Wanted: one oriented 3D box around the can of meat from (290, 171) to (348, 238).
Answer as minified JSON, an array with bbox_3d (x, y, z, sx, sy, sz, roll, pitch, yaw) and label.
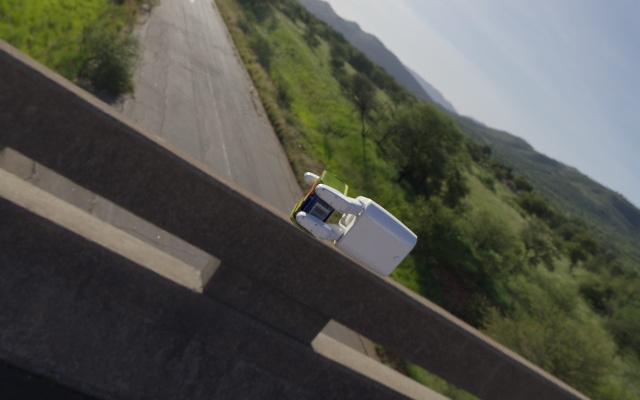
[{"bbox_3d":[0.000,0.002,0.798,0.057,0.084,0.102,37,16,-5],"label":"can of meat"}]
